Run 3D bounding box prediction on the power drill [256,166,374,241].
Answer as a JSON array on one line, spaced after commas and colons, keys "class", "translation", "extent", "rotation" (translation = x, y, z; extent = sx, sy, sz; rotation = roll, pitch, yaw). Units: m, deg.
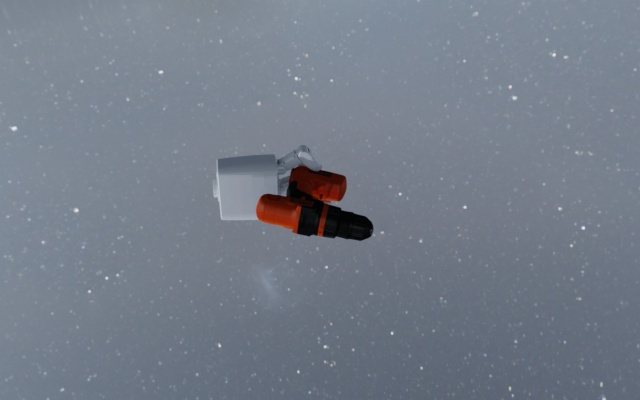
[{"class": "power drill", "translation": [0.000, 0.002, 0.803], "extent": [0.184, 0.057, 0.187], "rotation": [13, 21, 3]}]
